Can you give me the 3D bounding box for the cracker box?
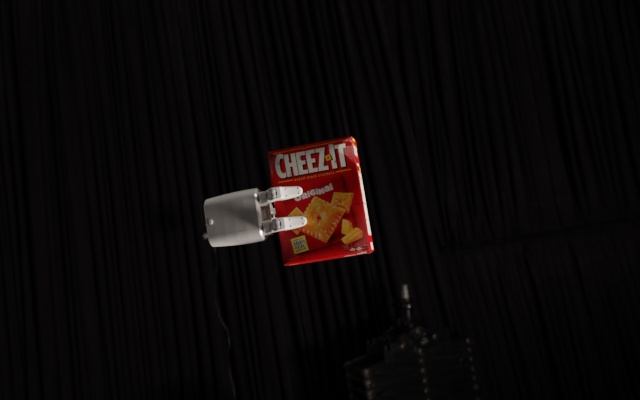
[{"bbox_3d":[0.000,0.003,0.885,0.164,0.213,0.072,-10,-6,9],"label":"cracker box"}]
